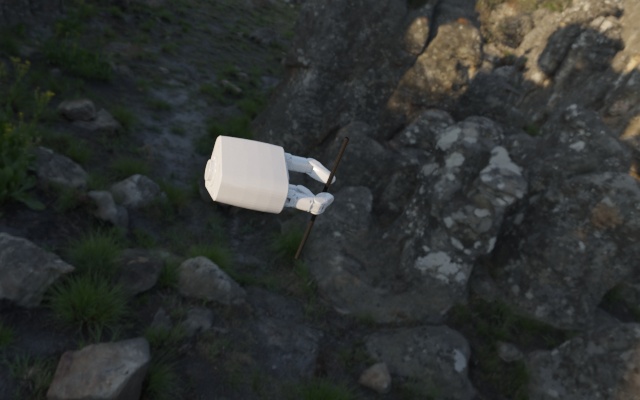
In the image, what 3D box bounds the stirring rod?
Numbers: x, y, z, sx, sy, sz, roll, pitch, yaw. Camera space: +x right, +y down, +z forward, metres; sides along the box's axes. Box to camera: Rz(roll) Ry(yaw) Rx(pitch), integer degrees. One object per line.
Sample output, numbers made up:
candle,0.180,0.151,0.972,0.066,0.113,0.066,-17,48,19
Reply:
stirring rod,0.000,0.003,0.795,0.011,0.240,0.011,18,26,-9
